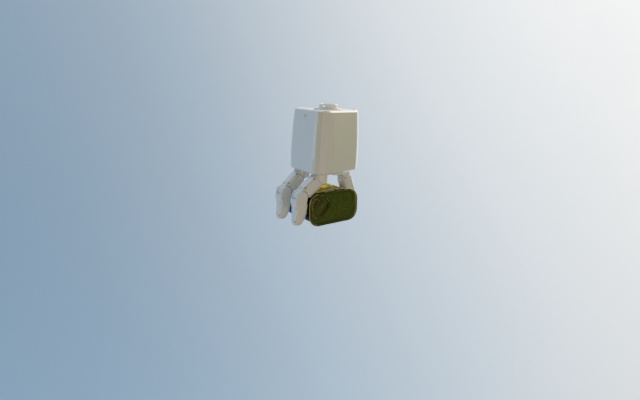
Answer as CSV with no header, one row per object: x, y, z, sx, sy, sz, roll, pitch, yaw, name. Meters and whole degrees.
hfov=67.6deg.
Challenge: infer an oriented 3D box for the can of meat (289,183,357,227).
0.000,0.003,0.852,0.102,0.057,0.084,-10,19,-34,can of meat
